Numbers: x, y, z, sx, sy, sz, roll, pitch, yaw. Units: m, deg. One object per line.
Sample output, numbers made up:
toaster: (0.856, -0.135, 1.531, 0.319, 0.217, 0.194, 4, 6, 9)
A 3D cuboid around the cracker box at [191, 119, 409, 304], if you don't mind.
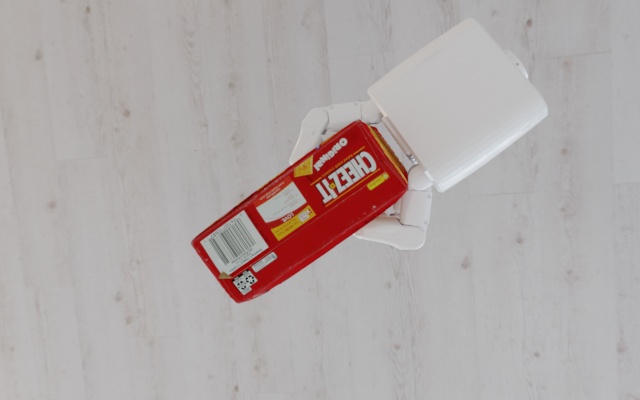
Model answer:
cracker box: (0.000, 0.001, 0.454, 0.164, 0.072, 0.213, -36, -1, 12)
